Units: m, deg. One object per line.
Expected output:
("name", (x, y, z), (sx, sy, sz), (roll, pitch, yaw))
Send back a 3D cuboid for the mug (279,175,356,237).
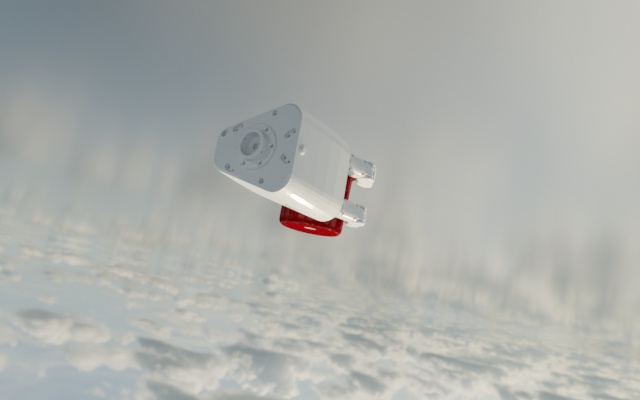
("mug", (0.001, 0.003, 0.624), (0.093, 0.081, 0.117), (4, -14, 33))
